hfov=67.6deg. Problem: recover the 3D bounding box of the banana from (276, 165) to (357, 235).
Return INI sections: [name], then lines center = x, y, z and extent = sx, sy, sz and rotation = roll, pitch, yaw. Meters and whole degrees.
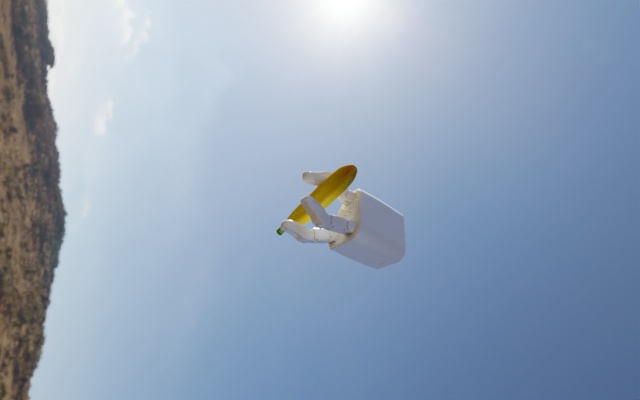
[banana]
center = 0.003, -0.004, 0.808
extent = 0.198, 0.037, 0.069
rotation = -43, 8, 33
